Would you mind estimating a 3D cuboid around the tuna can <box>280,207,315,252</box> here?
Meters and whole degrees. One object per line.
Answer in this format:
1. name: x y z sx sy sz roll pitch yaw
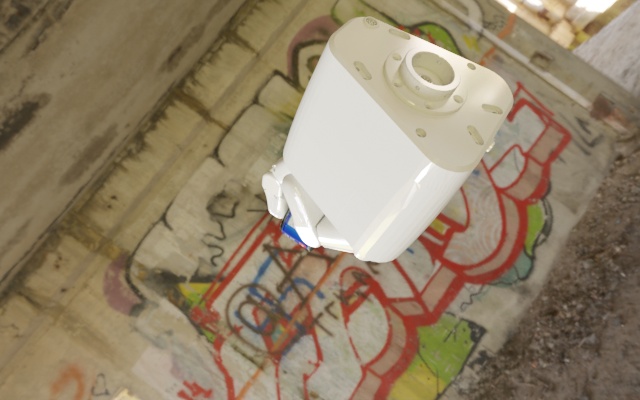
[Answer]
1. tuna can: 0.000 0.001 0.430 0.034 0.086 0.086 32 4 6
